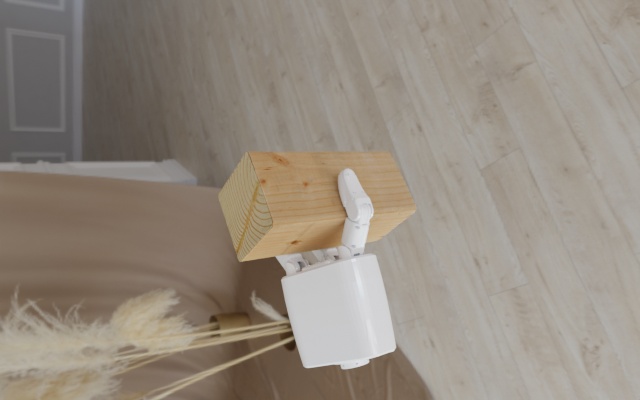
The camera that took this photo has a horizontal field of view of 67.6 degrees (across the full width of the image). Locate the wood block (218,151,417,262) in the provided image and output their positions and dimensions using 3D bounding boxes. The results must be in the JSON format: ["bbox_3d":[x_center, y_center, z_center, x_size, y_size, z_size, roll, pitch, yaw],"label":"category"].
[{"bbox_3d":[0.000,0.002,0.566,0.206,0.090,0.091,-4,-28,-37],"label":"wood block"}]
